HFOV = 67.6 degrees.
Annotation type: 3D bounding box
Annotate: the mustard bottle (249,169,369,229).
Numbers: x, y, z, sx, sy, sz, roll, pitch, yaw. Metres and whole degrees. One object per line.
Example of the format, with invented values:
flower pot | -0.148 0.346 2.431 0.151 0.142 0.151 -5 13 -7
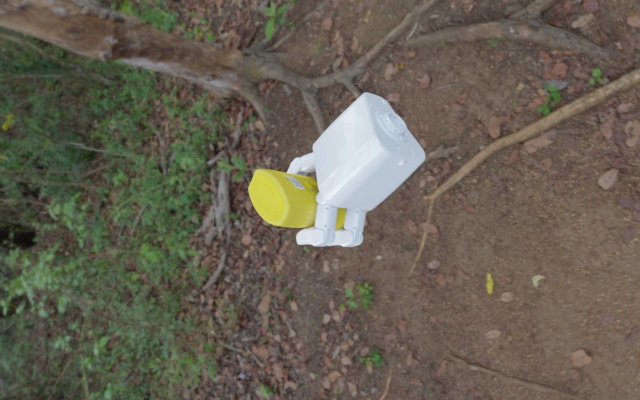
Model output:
mustard bottle | 0.000 0.002 0.673 0.191 0.058 0.096 6 27 -42
